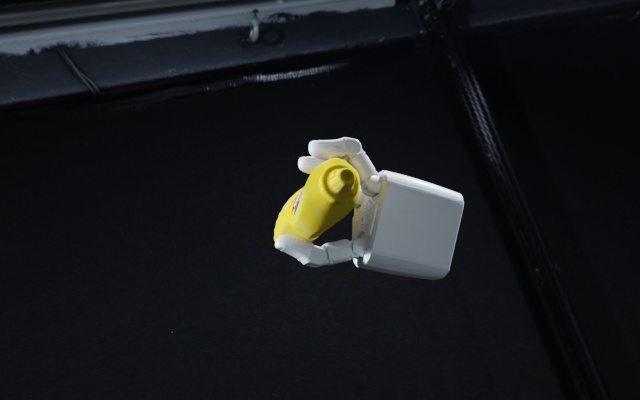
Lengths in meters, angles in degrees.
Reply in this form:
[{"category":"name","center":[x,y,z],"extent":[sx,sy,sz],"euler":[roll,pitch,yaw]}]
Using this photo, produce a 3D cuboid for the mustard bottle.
[{"category":"mustard bottle","center":[0.000,0.002,0.552],"extent":[0.058,0.096,0.192],"euler":[37,-22,-5]}]
